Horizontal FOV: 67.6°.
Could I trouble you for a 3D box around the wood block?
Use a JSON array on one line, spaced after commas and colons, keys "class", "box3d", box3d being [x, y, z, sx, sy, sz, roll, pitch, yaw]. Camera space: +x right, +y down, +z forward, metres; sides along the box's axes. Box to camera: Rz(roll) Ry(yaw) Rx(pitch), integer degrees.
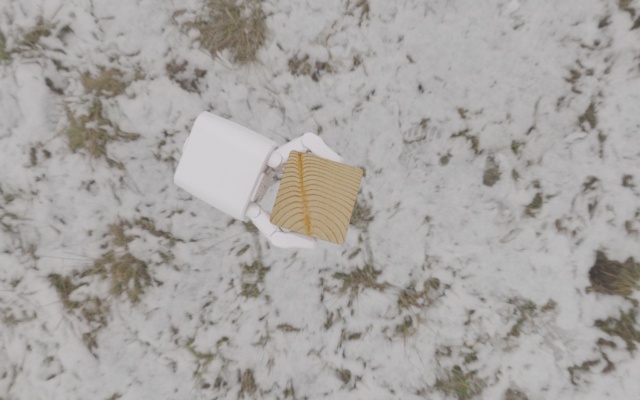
[{"class": "wood block", "box3d": [0.000, 0.002, 0.641, 0.090, 0.091, 0.206, 16, -2, 4]}]
